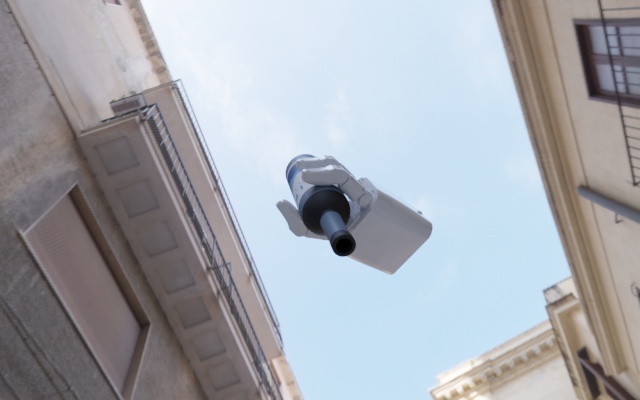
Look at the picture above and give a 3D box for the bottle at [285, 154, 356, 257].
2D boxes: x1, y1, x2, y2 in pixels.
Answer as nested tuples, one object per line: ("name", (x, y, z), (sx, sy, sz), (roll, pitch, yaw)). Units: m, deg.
("bottle", (0.000, 0.002, 0.666), (0.069, 0.069, 0.295), (0, 19, -11))
